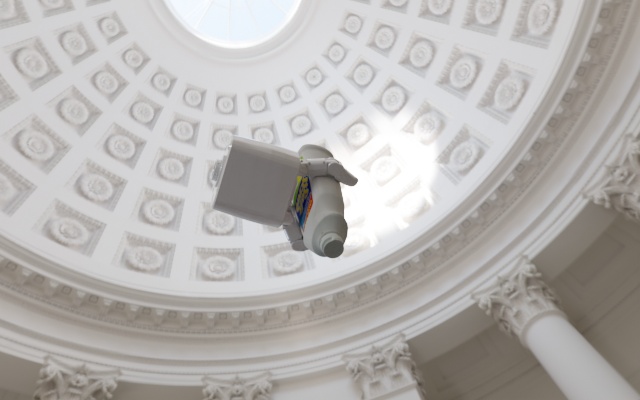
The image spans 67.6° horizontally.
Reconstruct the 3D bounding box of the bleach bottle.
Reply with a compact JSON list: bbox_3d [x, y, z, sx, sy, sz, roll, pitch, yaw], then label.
[{"bbox_3d":[0.000,0.002,0.732,0.068,0.103,0.250,16,22,-18],"label":"bleach bottle"}]
